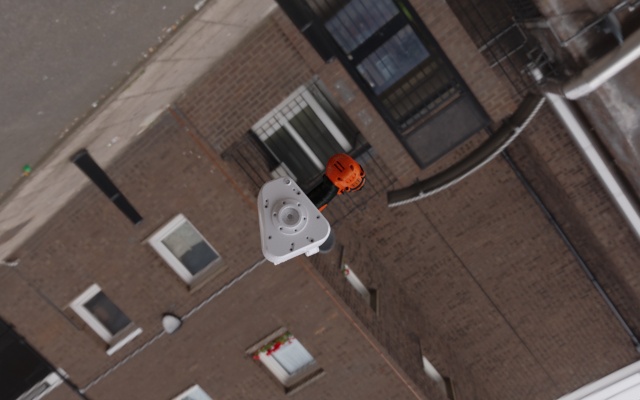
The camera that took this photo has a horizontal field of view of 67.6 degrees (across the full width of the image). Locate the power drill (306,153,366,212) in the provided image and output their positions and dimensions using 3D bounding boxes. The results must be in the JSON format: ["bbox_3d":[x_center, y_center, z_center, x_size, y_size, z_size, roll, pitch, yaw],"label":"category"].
[{"bbox_3d":[0.000,0.003,0.826,0.057,0.187,0.184,46,5,15],"label":"power drill"}]
